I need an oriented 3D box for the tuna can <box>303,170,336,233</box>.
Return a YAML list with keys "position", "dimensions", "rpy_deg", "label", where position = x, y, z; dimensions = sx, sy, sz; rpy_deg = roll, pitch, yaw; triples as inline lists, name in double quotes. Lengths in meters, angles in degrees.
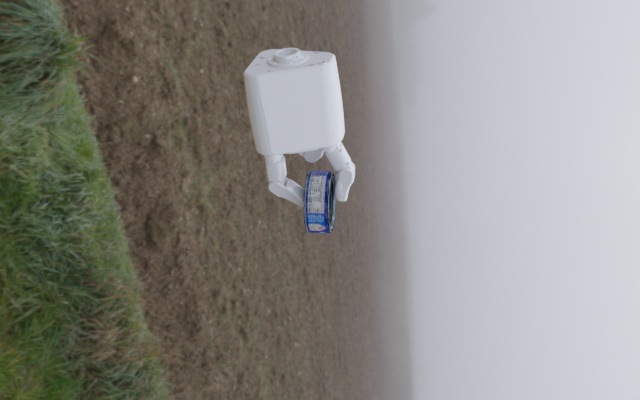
- position: [0.001, 0.002, 0.653]
  dimensions: [0.034, 0.086, 0.086]
  rpy_deg: [2, 0, 8]
  label: "tuna can"
